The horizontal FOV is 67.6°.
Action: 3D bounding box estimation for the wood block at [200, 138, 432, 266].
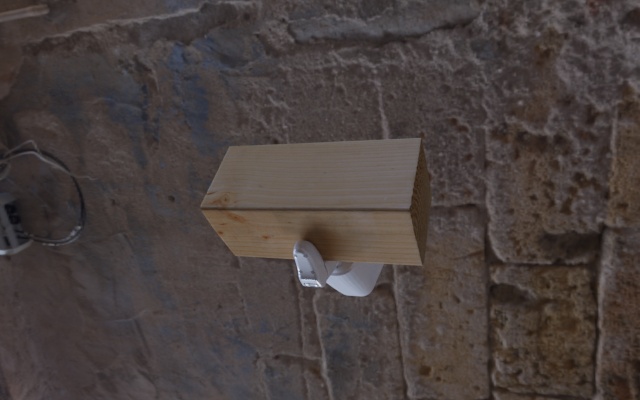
[{"bbox_3d":[0.000,0.002,0.484,0.206,0.090,0.090,0,-39,21],"label":"wood block"}]
